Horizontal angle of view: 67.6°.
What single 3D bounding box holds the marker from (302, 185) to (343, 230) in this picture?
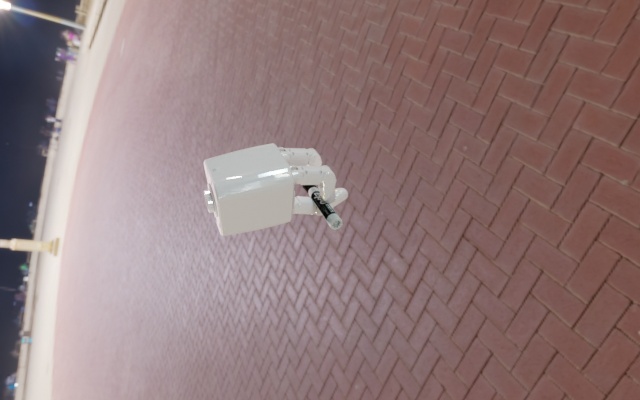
[{"bbox_3d":[0.000,0.002,0.718,0.020,0.020,0.121,0,32,-26],"label":"marker"}]
